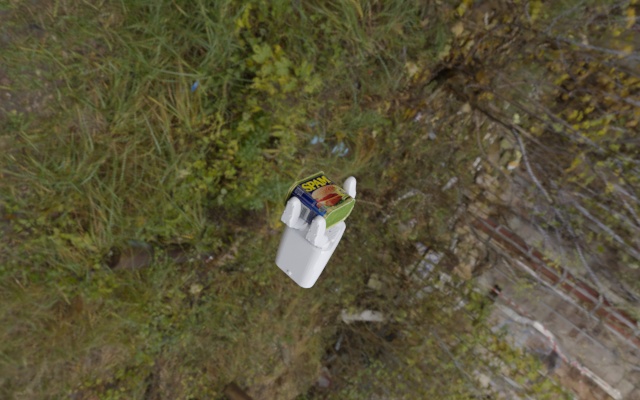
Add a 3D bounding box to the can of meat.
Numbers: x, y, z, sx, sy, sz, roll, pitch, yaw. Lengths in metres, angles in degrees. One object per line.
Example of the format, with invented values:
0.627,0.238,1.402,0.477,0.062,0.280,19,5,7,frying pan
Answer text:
0.000,0.003,0.832,0.084,0.057,0.102,39,36,20,can of meat
